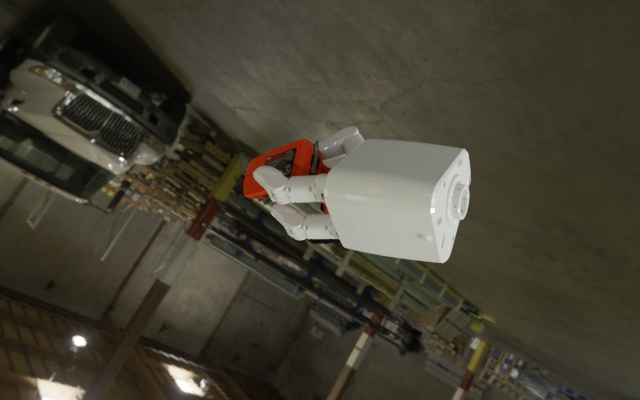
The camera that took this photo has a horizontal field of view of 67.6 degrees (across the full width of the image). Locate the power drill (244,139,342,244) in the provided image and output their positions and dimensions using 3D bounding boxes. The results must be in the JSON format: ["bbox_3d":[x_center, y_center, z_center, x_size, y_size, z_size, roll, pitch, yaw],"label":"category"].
[{"bbox_3d":[0.000,0.002,0.592,0.184,0.057,0.188,-17,-33,42],"label":"power drill"}]
